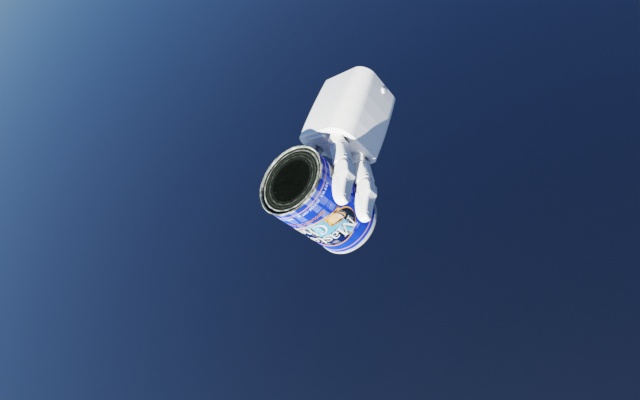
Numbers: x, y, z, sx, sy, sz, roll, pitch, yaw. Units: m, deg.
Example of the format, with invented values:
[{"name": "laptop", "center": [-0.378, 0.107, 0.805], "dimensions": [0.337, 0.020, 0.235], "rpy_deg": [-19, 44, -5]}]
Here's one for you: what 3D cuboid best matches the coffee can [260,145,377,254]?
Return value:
[{"name": "coffee can", "center": [0.000, 0.002, 0.666], "dimensions": [0.103, 0.102, 0.140], "rpy_deg": [0, -25, 40]}]
